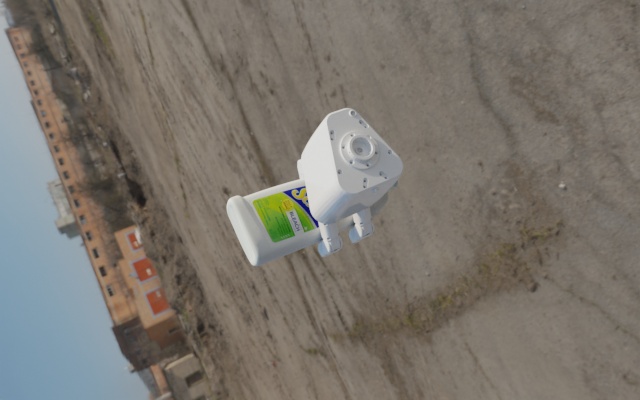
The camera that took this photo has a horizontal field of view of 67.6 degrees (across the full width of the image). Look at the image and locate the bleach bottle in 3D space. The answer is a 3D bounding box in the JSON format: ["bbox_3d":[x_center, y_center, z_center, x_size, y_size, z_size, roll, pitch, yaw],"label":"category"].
[{"bbox_3d":[0.000,0.002,0.693,0.251,0.102,0.068,-23,-10,-22],"label":"bleach bottle"}]
